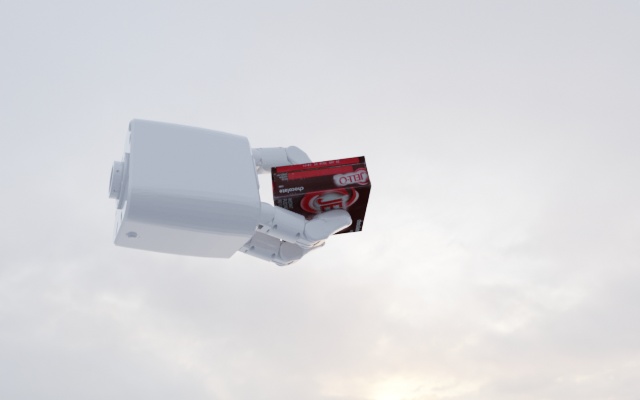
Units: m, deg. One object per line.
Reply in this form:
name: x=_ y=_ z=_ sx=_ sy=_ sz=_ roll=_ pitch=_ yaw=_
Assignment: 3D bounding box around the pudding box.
pudding box: x=0.000 y=0.001 z=0.478 sx=0.090 sy=0.039 sz=0.113 roll=-7 pitch=-23 yaw=-3
